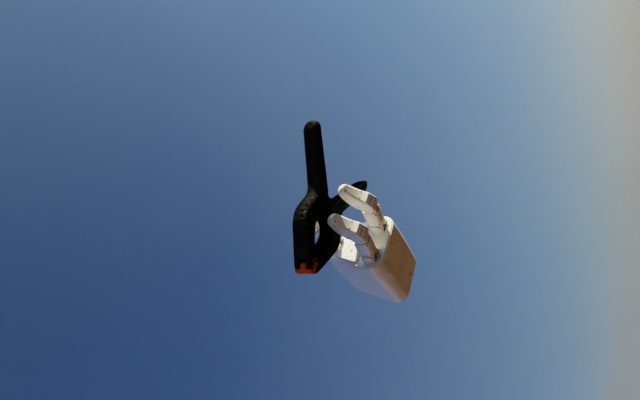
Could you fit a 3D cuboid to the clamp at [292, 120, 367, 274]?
[{"bbox_3d":[-0.001,0.003,0.677,0.036,0.209,0.165,-7,-43,36],"label":"clamp"}]
